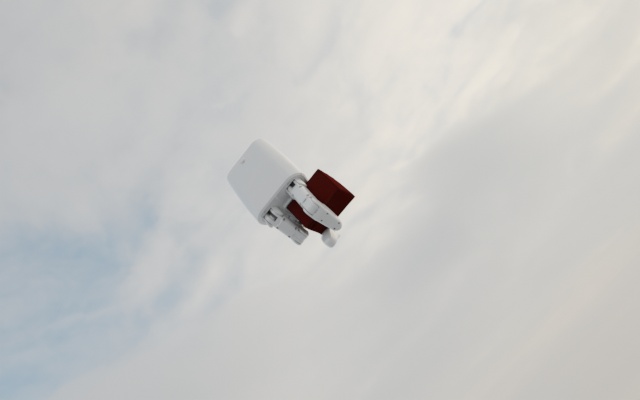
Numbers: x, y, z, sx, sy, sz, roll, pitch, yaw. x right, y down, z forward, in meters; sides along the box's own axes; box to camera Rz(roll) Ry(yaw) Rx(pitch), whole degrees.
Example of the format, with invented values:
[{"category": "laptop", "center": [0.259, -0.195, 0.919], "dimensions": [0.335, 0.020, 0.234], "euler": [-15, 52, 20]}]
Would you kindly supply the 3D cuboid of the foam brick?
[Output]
[{"category": "foam brick", "center": [0.000, 0.002, 0.705], "dimensions": [0.051, 0.078, 0.053], "euler": [46, 11, 33]}]
